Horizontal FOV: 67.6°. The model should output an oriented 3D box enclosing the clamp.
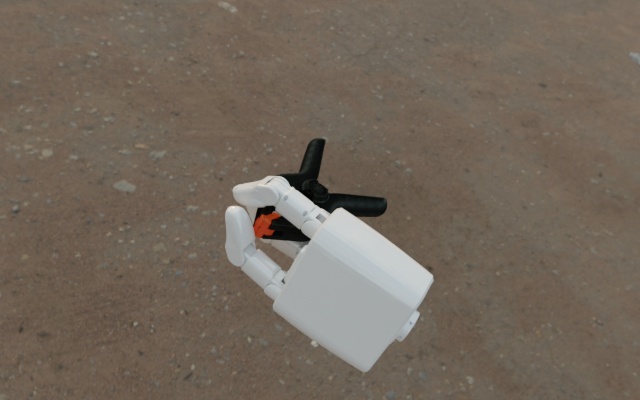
[{"bbox_3d":[0.000,0.001,0.509,0.120,0.039,0.171,35,43,9],"label":"clamp"}]
